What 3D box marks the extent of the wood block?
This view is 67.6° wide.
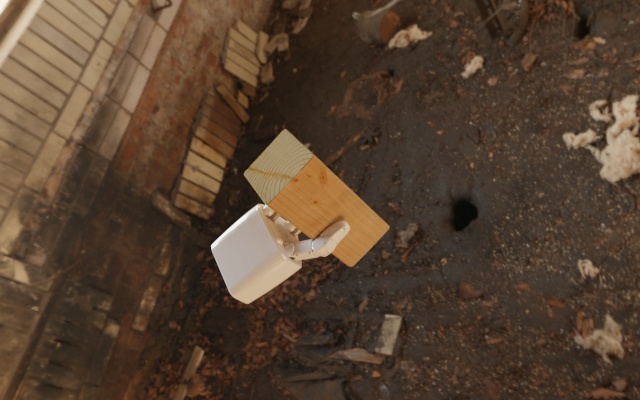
[{"bbox_3d":[0.000,0.003,0.700,0.206,0.090,0.090,40,5,-43],"label":"wood block"}]
